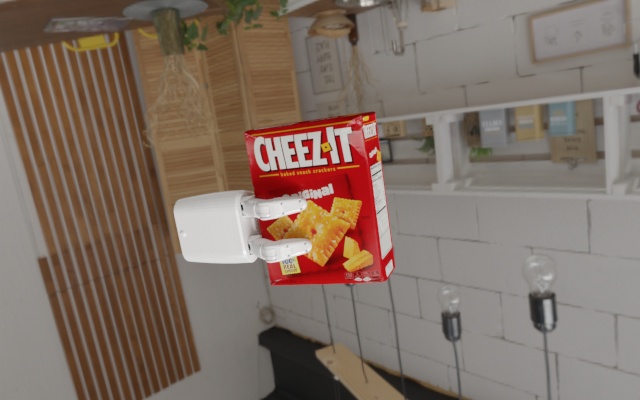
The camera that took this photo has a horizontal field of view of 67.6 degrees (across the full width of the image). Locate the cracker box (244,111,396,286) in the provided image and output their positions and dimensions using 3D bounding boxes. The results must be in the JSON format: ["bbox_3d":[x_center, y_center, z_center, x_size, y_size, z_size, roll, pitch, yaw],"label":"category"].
[{"bbox_3d":[0.000,0.002,0.629,0.164,0.214,0.072,-5,12,22],"label":"cracker box"}]
